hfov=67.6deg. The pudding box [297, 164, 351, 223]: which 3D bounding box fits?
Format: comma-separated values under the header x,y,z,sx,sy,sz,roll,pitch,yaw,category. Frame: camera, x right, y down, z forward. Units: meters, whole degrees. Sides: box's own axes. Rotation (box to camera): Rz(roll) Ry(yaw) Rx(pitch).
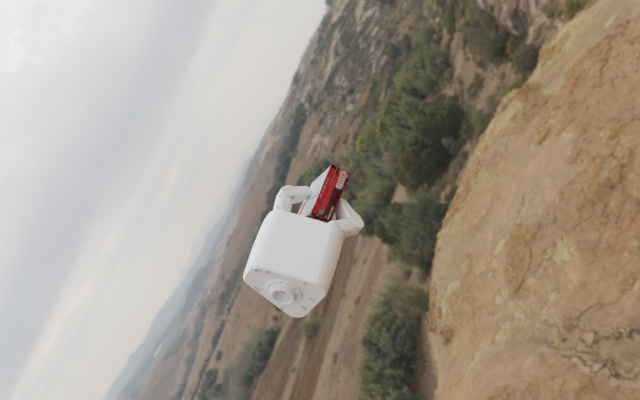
x,y,z,sx,sy,sz,roll,pitch,yaw,category
0.000,0.002,0.750,0.039,0.090,0.113,28,-20,-11,pudding box
